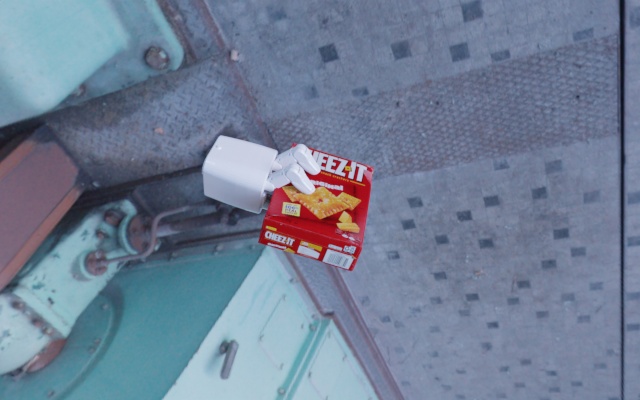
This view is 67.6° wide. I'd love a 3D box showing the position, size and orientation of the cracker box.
[{"bbox_3d":[0.000,0.003,0.833,0.164,0.072,0.213,17,43,-2],"label":"cracker box"}]
